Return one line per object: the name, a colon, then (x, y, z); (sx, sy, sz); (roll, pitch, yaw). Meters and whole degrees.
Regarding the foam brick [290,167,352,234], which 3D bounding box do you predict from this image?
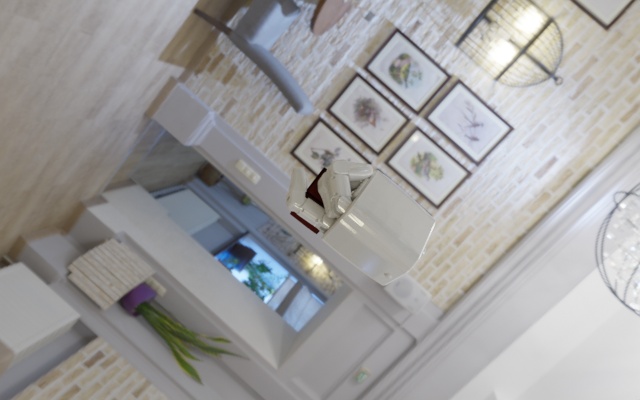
foam brick: (0.000, 0.002, 0.668); (0.051, 0.053, 0.078); (37, -31, -1)
